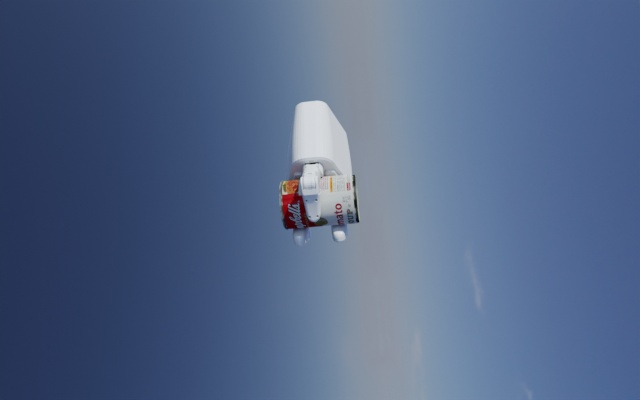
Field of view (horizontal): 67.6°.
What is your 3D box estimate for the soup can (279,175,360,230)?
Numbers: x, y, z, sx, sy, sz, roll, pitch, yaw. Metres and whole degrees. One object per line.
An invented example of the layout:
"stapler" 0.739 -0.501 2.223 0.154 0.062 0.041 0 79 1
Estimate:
"soup can" 0.000 0.002 0.652 0.102 0.068 0.068 -5 -1 6
